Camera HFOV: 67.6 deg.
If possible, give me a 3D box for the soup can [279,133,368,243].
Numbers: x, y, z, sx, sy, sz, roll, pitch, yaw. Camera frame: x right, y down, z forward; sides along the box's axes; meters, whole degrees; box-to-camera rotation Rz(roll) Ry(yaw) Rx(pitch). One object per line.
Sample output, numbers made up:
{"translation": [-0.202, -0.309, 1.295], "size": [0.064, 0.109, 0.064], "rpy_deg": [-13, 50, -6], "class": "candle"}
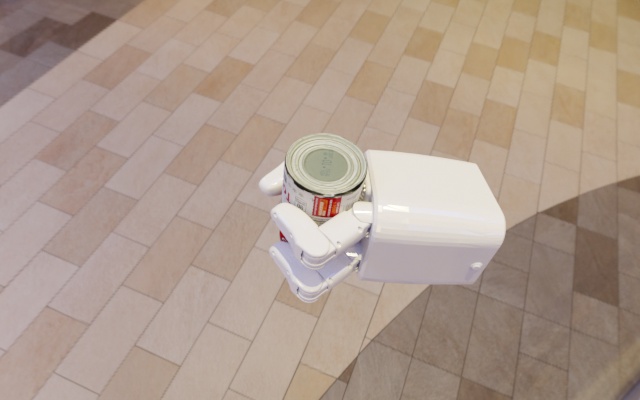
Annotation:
{"translation": [0.000, 0.001, 0.411], "size": [0.068, 0.068, 0.102], "rpy_deg": [0, -38, -7], "class": "soup can"}
